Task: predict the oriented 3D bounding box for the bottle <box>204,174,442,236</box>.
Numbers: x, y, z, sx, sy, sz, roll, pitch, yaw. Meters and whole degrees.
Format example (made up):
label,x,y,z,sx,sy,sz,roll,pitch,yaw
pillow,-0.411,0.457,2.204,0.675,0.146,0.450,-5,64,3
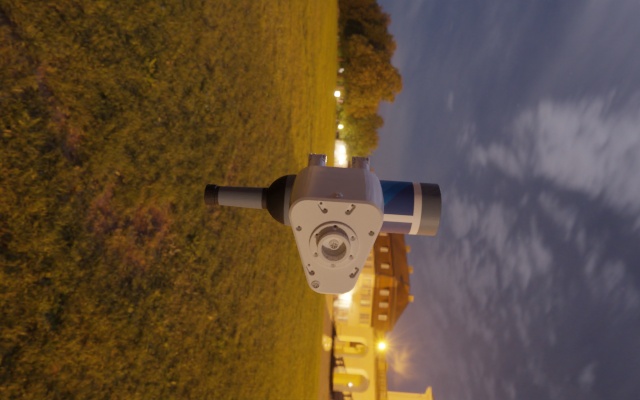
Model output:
label,x,y,z,sx,sy,sz,roll,pitch,yaw
bottle,0.000,0.002,0.612,0.296,0.069,0.069,4,0,1
